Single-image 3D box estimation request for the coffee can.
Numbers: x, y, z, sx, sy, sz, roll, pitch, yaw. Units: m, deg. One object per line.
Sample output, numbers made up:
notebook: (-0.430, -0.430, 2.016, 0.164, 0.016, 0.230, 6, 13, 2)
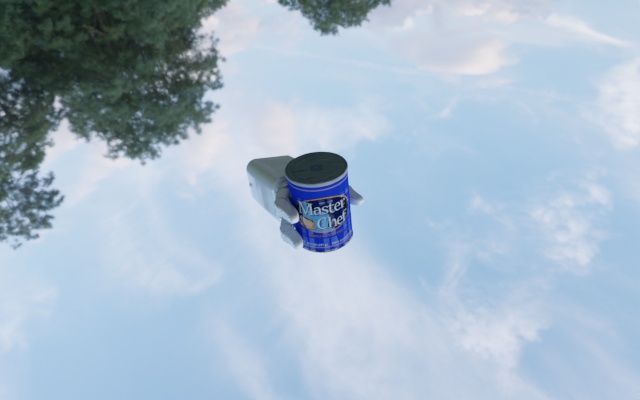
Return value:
coffee can: (0.000, 0.003, 0.809, 0.103, 0.140, 0.102, -5, 34, 3)
